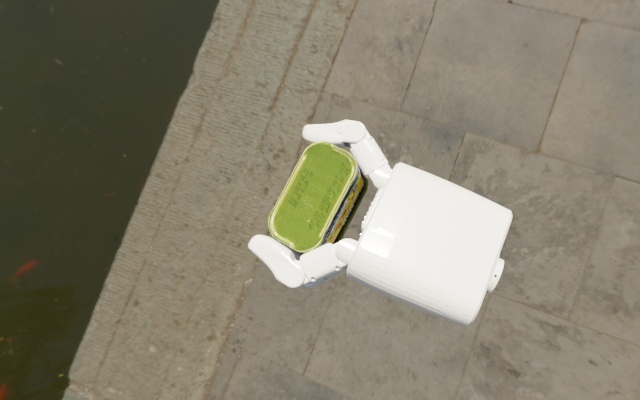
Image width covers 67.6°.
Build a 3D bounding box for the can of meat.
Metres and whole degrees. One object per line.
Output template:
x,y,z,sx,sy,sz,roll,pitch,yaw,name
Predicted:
0.000,0.001,0.445,0.057,0.102,0.084,27,-2,12,can of meat
